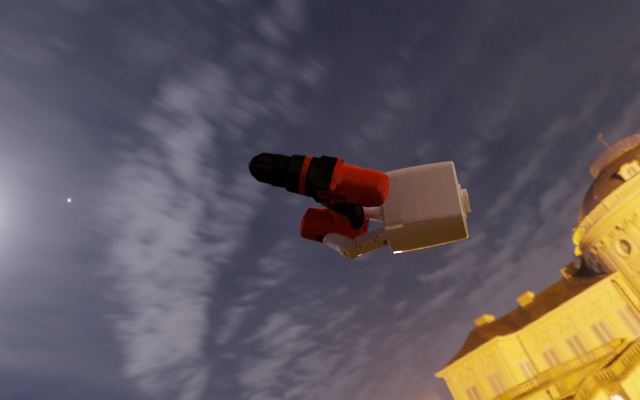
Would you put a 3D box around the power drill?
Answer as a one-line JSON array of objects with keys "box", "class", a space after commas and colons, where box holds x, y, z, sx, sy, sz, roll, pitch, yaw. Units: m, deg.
[{"box": [0.000, 0.002, 0.675, 0.184, 0.057, 0.188, 13, -24, 10], "class": "power drill"}]
